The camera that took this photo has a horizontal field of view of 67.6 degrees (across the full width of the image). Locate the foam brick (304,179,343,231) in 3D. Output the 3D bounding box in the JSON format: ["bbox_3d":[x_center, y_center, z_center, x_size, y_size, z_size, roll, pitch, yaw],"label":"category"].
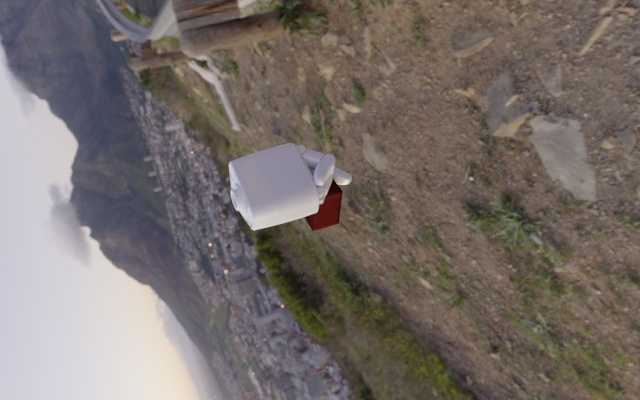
[{"bbox_3d":[0.000,0.003,0.797,0.051,0.078,0.053,-18,48,-20],"label":"foam brick"}]
